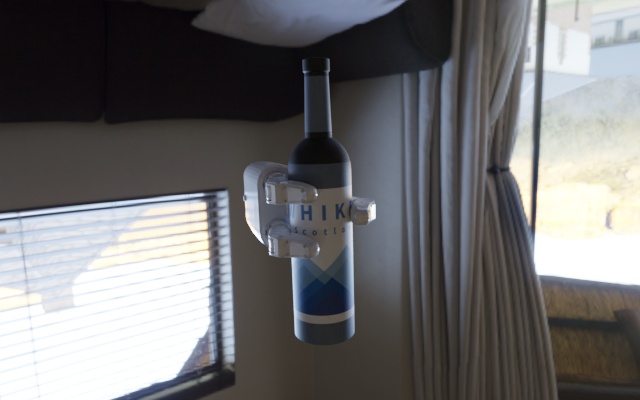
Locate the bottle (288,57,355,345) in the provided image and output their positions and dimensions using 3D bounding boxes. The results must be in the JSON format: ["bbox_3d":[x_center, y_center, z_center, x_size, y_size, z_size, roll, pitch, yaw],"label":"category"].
[{"bbox_3d":[0.000,0.002,0.508,0.069,0.296,0.069,-2,10,0],"label":"bottle"}]
